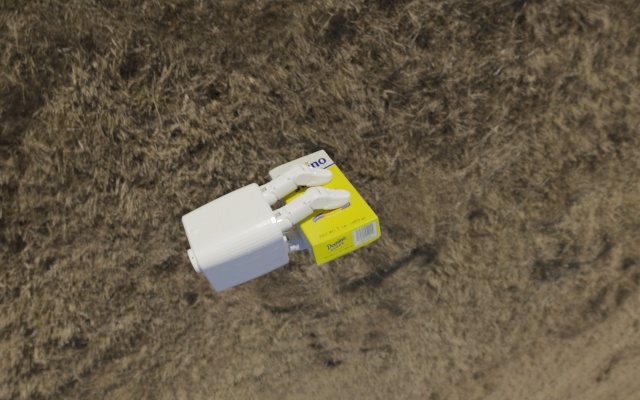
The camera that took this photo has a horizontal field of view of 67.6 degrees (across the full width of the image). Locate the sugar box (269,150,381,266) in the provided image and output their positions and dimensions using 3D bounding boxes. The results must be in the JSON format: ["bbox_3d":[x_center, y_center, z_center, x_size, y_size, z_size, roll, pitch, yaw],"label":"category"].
[{"bbox_3d":[0.000,0.002,0.655,0.093,0.048,0.176,-23,44,-12],"label":"sugar box"}]
